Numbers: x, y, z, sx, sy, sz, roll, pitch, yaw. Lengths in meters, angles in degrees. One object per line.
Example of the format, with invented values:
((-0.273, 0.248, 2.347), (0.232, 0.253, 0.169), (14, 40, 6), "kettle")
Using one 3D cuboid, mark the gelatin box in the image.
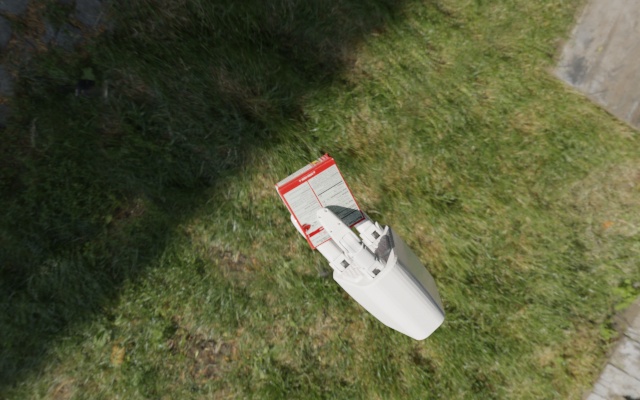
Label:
((0.000, 0.002, 0.560), (0.073, 0.089, 0.030), (-31, 22, -3), "gelatin box")
